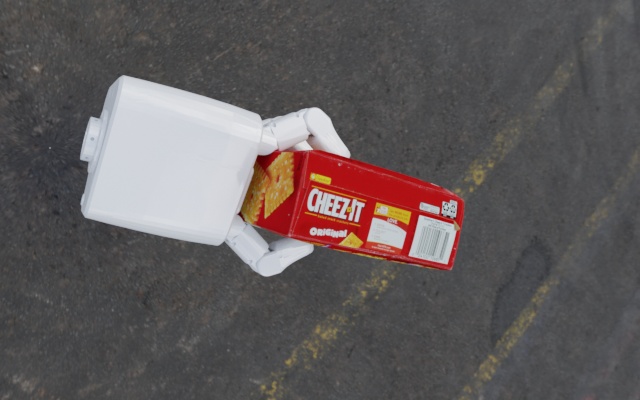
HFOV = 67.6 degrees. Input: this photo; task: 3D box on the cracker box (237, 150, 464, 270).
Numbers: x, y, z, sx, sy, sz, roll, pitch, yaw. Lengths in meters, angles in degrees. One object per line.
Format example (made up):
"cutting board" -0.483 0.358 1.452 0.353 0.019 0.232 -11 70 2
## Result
"cracker box" 0.000 0.002 0.456 0.164 0.072 0.213 14 -2 -30
